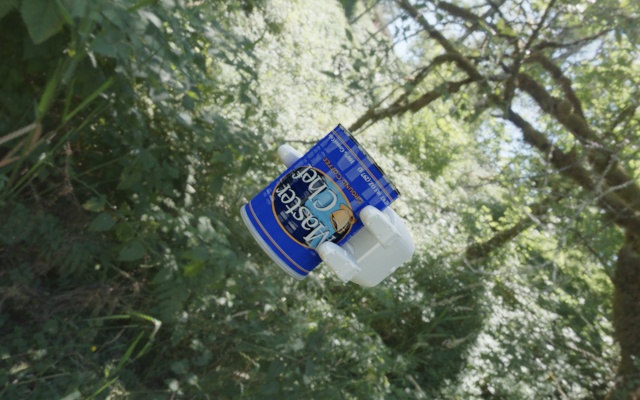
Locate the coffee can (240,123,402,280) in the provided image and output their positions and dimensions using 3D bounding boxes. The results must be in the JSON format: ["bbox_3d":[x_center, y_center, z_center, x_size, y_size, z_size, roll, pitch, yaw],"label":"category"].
[{"bbox_3d":[0.000,0.002,0.512,0.140,0.103,0.103,-41,-4,5],"label":"coffee can"}]
